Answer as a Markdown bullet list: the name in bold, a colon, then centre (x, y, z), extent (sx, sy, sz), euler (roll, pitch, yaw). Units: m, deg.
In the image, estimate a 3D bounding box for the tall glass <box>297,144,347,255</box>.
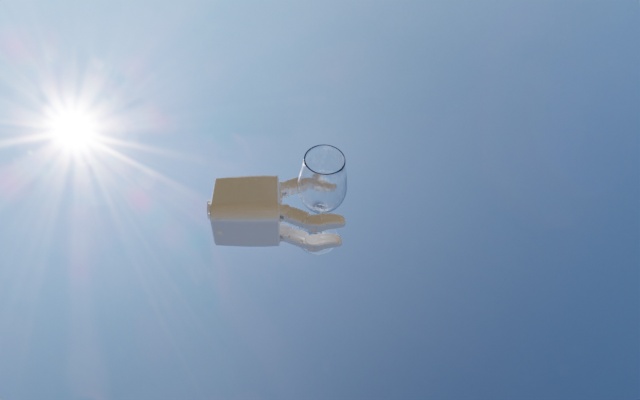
- **tall glass**: centre (0.000, 0.003, 0.773), extent (0.079, 0.079, 0.201), euler (0, -39, -5)
